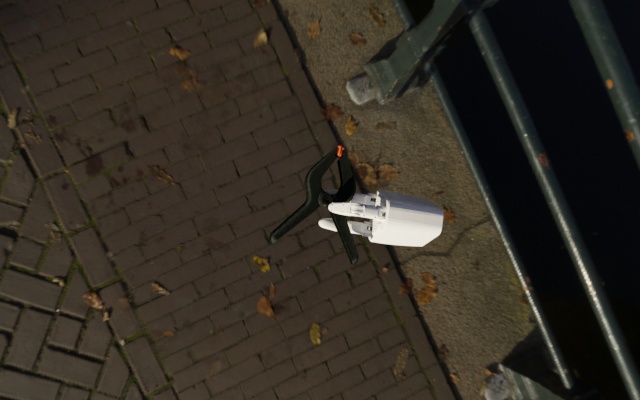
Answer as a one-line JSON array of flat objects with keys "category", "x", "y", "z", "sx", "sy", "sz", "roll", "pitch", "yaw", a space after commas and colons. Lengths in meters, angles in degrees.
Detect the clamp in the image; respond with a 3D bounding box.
[{"category": "clamp", "x": 0.001, "y": 0.002, "z": 0.857, "sx": 0.164, "sy": 0.210, "sz": 0.036, "roll": 8, "pitch": -4, "yaw": -11}]
